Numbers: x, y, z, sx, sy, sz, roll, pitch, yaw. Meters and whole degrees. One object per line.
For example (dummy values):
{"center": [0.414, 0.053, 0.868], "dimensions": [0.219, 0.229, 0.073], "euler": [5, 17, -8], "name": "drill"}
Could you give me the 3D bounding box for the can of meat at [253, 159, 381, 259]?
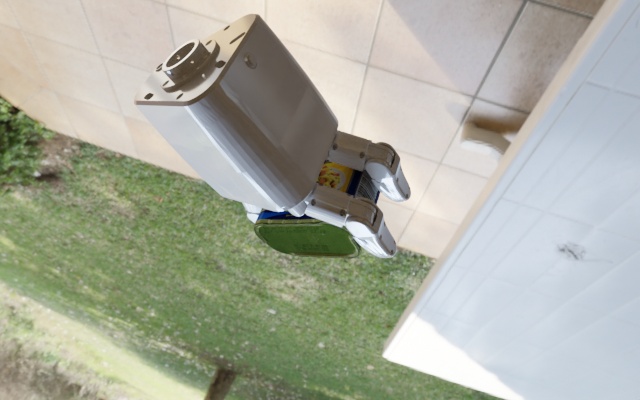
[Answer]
{"center": [0.000, 0.002, 0.419], "dimensions": [0.102, 0.084, 0.057], "euler": [-3, -39, 33], "name": "can of meat"}
